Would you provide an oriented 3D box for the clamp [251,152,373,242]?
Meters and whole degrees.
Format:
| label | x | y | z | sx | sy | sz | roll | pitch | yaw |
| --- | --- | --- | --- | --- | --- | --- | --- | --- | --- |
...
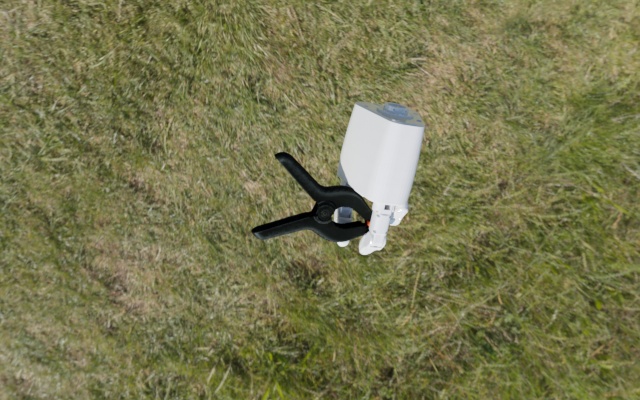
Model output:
| label | x | y | z | sx | sy | sz | roll | pitch | yaw |
| --- | --- | --- | --- | --- | --- | --- | --- | --- | --- |
| clamp | 0.000 | 0.002 | 0.636 | 0.171 | 0.120 | 0.039 | 6 | 23 | -14 |
